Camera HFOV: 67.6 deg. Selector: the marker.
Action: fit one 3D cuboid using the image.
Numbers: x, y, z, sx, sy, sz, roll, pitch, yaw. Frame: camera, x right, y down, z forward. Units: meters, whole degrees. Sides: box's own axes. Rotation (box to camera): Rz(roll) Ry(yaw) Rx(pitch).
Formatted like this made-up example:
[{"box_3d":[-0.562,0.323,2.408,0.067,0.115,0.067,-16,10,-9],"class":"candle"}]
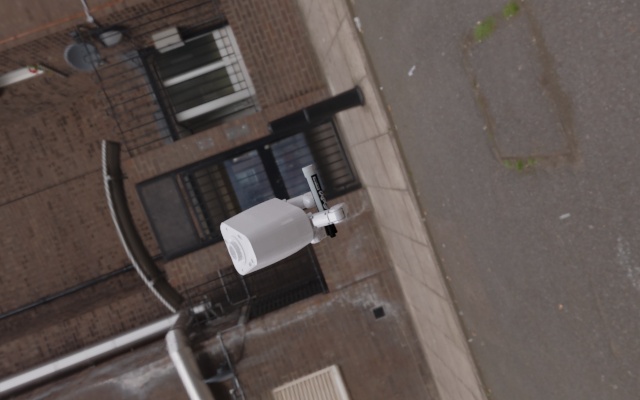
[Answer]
[{"box_3d":[0.000,0.002,0.761,0.020,0.121,0.020,-20,7,2],"class":"marker"}]
